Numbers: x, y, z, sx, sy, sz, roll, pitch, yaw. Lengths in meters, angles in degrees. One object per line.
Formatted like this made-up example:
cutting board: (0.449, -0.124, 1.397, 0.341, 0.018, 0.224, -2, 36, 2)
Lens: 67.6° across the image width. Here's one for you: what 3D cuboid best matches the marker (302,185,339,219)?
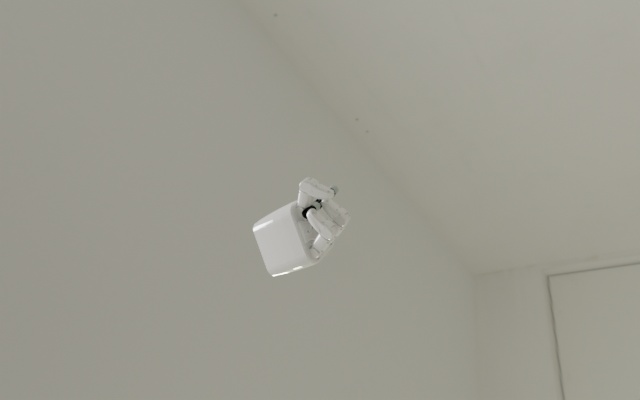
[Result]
marker: (0.000, 0.003, 0.854, 0.020, 0.020, 0.121, 0, 23, 28)
